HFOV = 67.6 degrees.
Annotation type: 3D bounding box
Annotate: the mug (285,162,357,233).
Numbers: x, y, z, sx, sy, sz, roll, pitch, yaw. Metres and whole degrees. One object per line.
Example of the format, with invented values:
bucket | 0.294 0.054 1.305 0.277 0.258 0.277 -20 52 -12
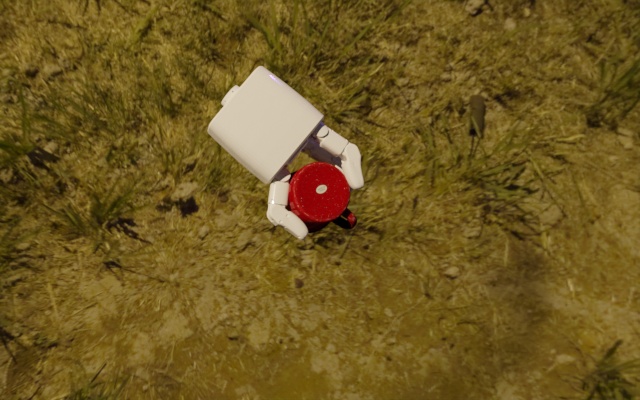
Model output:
mug | 0.001 0.003 0.653 0.117 0.093 0.081 38 -18 -8
